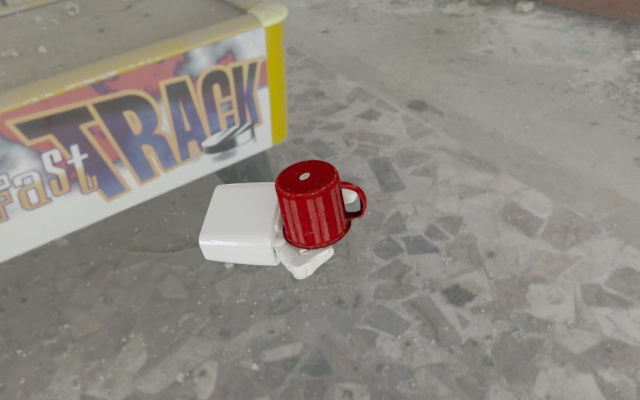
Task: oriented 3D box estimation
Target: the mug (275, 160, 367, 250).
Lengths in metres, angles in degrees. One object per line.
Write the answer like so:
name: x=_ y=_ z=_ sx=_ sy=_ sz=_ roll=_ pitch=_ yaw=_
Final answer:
mug: x=0.001 y=0.002 z=0.606 sx=0.117 sy=0.082 sz=0.093 roll=0 pitch=38 yaw=15
